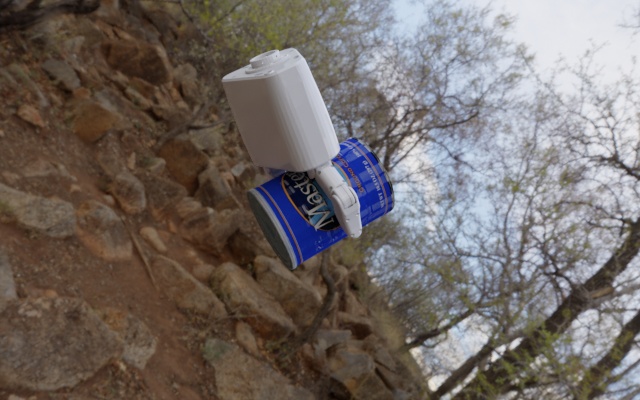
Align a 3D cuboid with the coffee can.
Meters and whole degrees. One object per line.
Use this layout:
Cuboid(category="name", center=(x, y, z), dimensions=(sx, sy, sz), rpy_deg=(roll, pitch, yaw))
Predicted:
Cuboid(category="coffee can", center=(0.000, 0.002, 0.559), dimensions=(0.140, 0.103, 0.103), rpy_deg=(-29, 8, -15))
